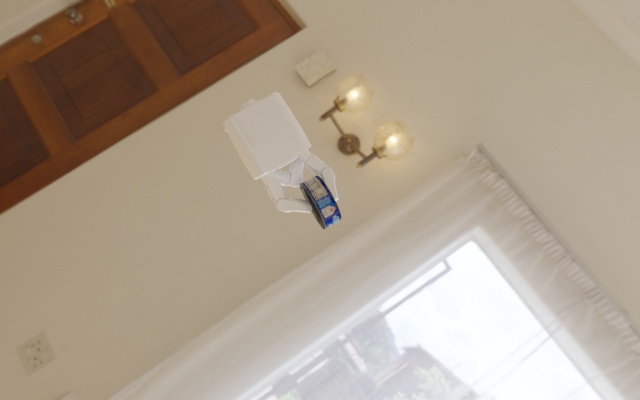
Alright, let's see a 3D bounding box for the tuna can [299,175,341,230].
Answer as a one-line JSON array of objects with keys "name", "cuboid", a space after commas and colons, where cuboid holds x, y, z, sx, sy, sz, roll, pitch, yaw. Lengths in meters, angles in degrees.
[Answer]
[{"name": "tuna can", "cuboid": [0.001, 0.002, 0.785, 0.034, 0.086, 0.086, -29, 4, -8]}]
